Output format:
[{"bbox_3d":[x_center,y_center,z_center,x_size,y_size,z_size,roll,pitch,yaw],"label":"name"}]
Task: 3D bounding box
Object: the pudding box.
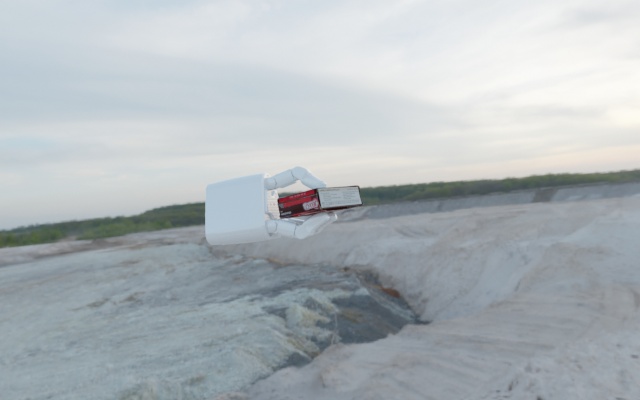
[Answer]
[{"bbox_3d":[0.000,0.002,0.775,0.090,0.039,0.113,-12,-3,40],"label":"pudding box"}]
